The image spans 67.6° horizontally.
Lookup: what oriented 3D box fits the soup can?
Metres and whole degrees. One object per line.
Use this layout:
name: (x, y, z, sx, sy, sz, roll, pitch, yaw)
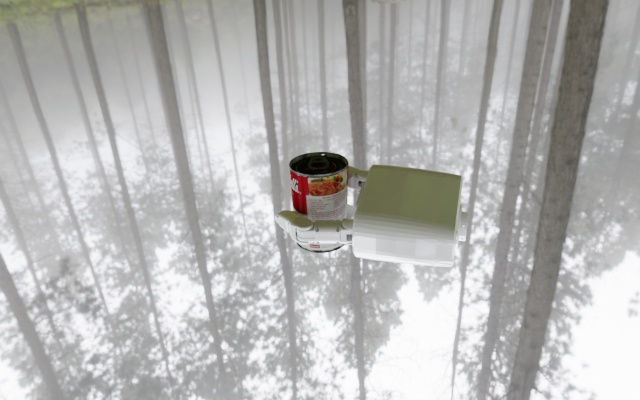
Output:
soup can: (0.000, 0.002, 0.564, 0.068, 0.102, 0.068, -2, 28, 1)
